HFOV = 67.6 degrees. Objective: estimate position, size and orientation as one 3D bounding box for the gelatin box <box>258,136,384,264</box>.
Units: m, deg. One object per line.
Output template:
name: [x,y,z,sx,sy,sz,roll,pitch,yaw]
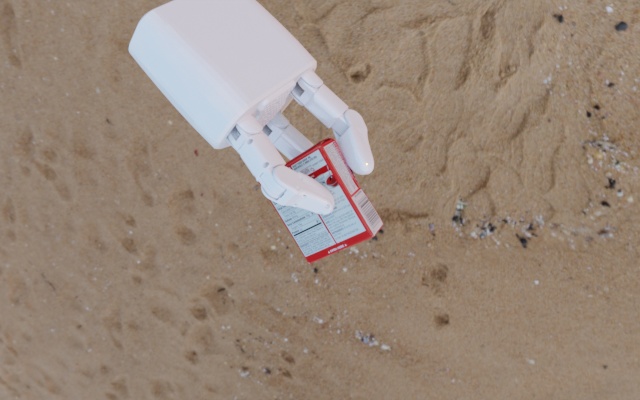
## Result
gelatin box: [0.000,0.002,0.410,0.073,0.089,0.030,-28,6,33]
